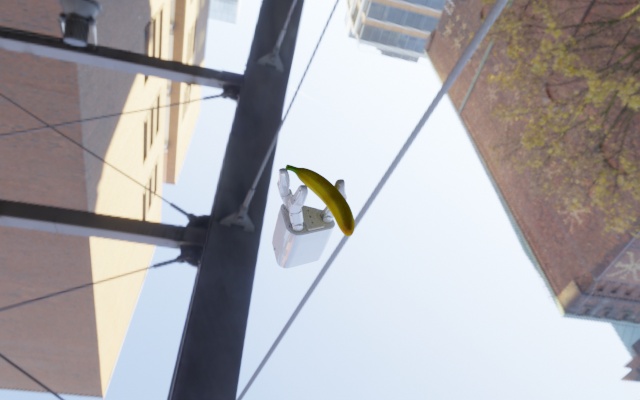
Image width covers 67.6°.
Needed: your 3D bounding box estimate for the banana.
[{"bbox_3d":[0.012,-0.003,0.903,0.069,0.037,0.197,-16,50,-41],"label":"banana"}]
